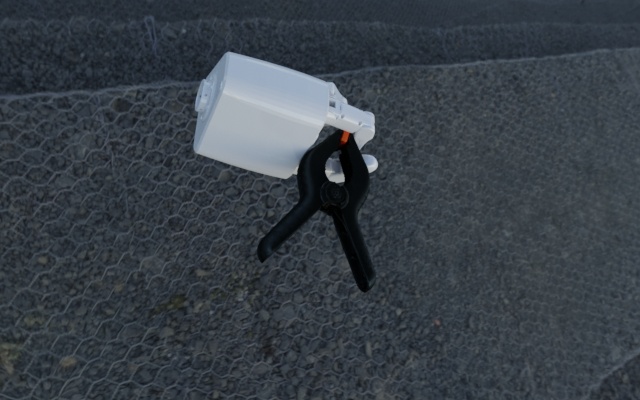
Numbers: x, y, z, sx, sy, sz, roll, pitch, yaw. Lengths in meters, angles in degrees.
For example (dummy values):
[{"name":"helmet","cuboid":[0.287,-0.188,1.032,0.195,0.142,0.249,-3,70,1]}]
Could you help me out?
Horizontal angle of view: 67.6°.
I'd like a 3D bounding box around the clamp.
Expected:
[{"name":"clamp","cuboid":[0.000,0.001,0.480,0.120,0.171,0.039,13,-27,-25]}]
